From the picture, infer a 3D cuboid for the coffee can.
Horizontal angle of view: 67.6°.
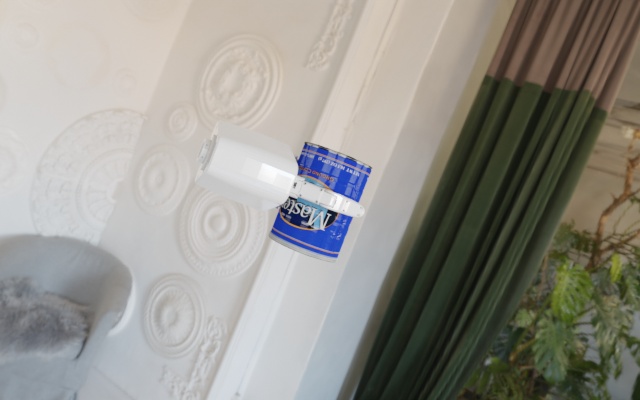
[{"bbox_3d":[0.000,0.002,0.666,0.103,0.140,0.103,21,1,0],"label":"coffee can"}]
